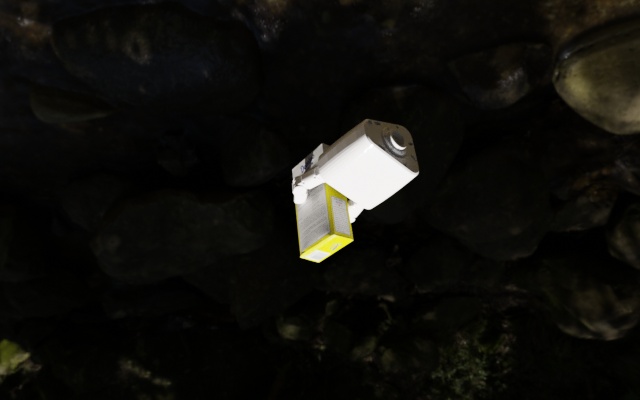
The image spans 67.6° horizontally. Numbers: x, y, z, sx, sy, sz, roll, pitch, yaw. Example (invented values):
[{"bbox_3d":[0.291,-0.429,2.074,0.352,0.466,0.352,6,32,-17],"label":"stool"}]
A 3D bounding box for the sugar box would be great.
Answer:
[{"bbox_3d":[0.001,0.003,0.791,0.048,0.176,0.093,20,-39,-33],"label":"sugar box"}]
